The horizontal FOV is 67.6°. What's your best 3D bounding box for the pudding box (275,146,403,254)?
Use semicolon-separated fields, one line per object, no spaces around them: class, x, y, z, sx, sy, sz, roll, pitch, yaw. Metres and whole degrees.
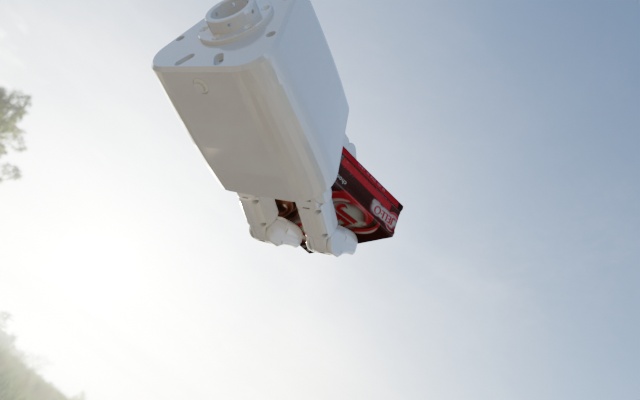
pudding box;0.000;0.001;0.412;0.090;0.039;0.113;43;-33;-23
